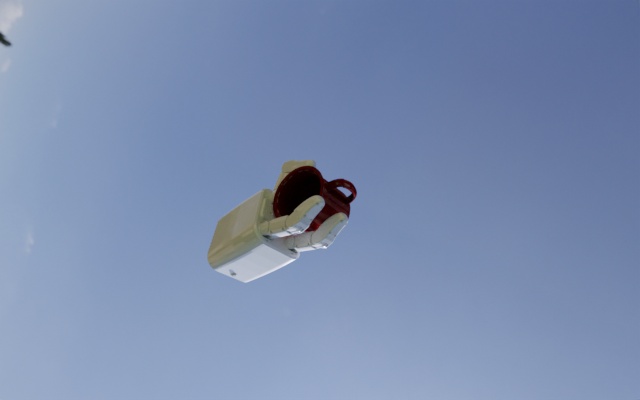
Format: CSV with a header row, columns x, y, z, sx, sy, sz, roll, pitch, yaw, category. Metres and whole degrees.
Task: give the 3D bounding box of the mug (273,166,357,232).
x,y,z,sx,sy,sz,roll,pitch,yaw,category
0.001,0.002,0.702,0.117,0.093,0.081,-28,-39,26,mug
